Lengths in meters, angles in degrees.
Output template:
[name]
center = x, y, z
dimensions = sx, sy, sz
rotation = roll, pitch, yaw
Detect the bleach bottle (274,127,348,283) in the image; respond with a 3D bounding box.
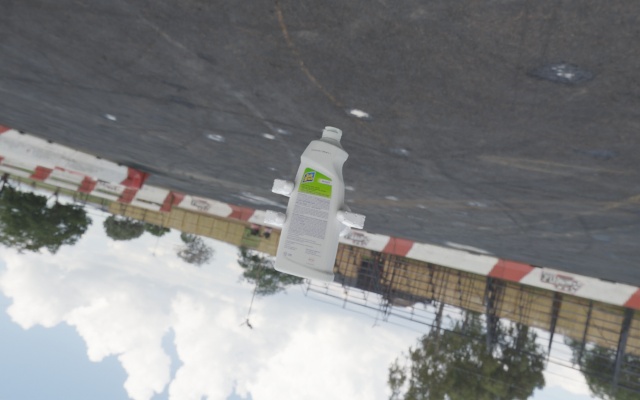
[bleach bottle]
center = 0.000, 0.003, 0.793
dimensions = 0.102, 0.251, 0.068
rotation = 13, -6, 9
